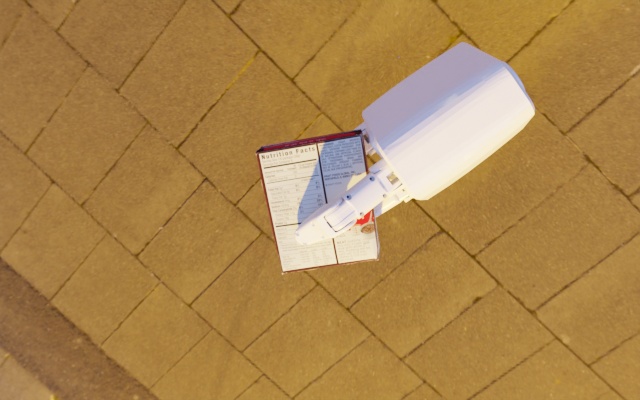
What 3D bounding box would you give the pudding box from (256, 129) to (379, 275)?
[{"bbox_3d":[0.000,0.001,0.412,0.090,0.113,0.039,-9,12,6],"label":"pudding box"}]
